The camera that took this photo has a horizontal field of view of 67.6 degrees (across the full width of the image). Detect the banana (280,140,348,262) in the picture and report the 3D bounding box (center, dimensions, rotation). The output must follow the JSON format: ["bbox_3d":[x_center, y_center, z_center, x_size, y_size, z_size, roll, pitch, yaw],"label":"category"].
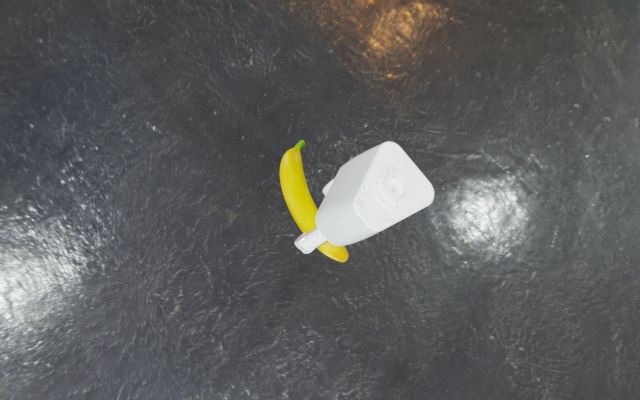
[{"bbox_3d":[-0.017,0.004,0.703,0.069,0.198,0.037,-16,-7,-29],"label":"banana"}]
